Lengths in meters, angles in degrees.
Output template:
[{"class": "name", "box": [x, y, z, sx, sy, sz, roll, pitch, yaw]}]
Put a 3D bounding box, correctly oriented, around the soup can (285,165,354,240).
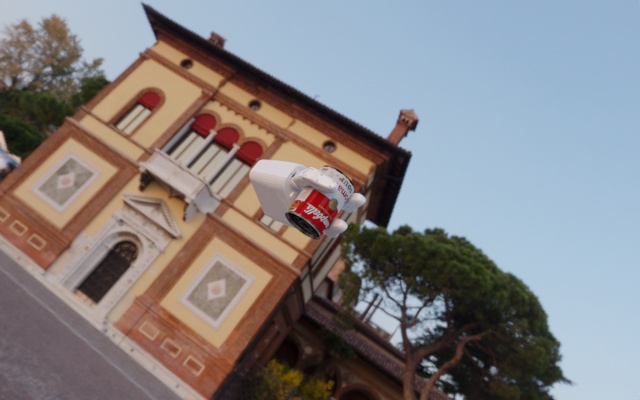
[{"class": "soup can", "box": [0.001, 0.002, 0.765, 0.068, 0.102, 0.068, 32, -21, 14]}]
